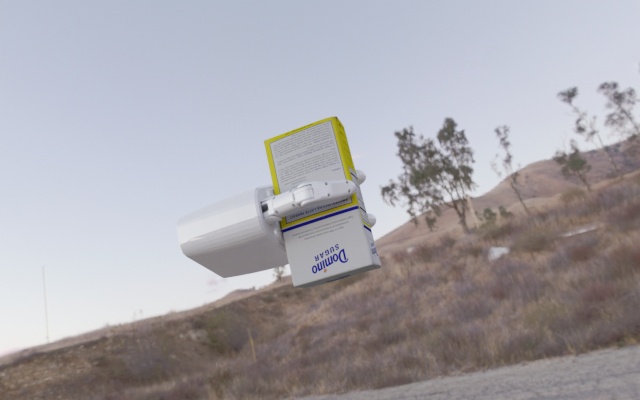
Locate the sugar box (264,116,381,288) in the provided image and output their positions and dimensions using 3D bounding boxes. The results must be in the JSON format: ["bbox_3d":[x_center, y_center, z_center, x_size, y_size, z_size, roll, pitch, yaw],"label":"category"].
[{"bbox_3d":[0.000,0.002,0.537,0.093,0.176,0.048,-18,-16,16],"label":"sugar box"}]
